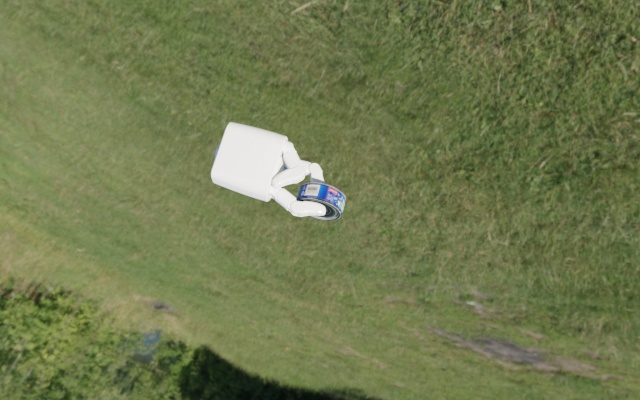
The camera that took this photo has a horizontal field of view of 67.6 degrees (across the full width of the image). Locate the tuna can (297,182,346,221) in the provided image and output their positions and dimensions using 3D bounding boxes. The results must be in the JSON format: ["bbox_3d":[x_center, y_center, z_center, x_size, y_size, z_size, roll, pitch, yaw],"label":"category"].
[{"bbox_3d":[0.000,0.003,0.848,0.086,0.033,0.086,13,-26,6],"label":"tuna can"}]
